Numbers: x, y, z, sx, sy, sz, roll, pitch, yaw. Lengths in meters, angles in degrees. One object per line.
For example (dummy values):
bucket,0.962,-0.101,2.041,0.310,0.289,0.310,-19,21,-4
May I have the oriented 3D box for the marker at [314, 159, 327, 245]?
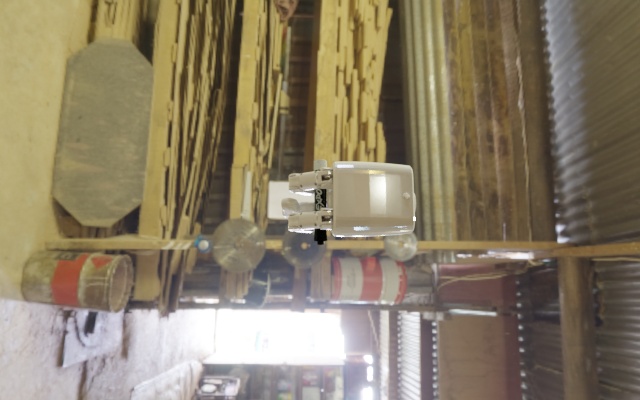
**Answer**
marker,0.000,0.002,0.676,0.020,0.121,0.020,0,-11,0
